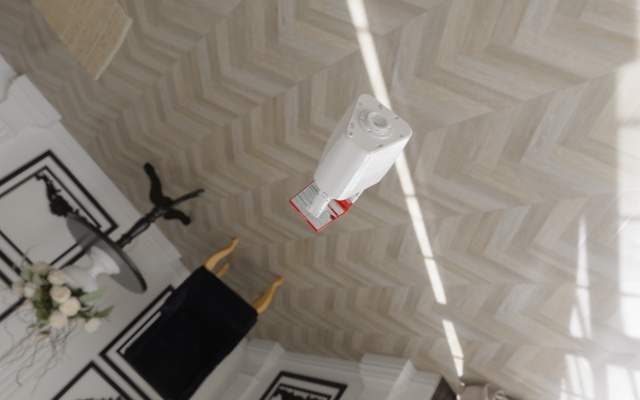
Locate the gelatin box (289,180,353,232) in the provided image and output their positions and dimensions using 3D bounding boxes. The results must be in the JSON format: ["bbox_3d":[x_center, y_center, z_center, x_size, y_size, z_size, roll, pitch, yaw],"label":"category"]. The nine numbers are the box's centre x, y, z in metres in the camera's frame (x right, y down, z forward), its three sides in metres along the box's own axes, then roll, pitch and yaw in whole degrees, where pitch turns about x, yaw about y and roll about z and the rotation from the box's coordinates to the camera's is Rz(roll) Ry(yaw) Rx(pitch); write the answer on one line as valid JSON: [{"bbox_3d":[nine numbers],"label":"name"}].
[{"bbox_3d":[0.000,0.003,0.789,0.089,0.073,0.030,-37,7,45],"label":"gelatin box"}]
